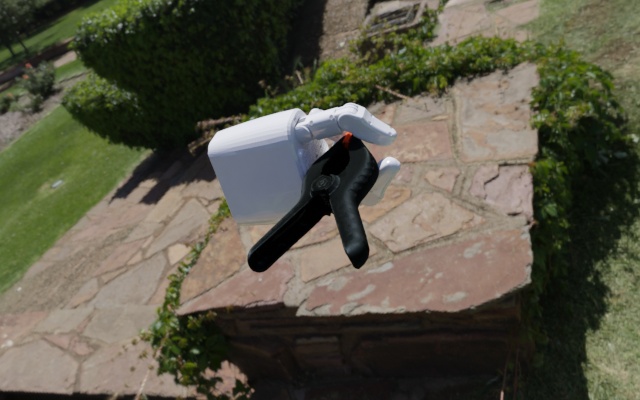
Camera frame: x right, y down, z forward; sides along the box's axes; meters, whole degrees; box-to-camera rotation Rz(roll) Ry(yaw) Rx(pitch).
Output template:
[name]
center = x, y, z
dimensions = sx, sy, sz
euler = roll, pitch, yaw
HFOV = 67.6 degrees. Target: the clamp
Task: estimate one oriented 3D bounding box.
[clamp]
center = 0.000, 0.001, 0.446
dimensions = 0.120, 0.039, 0.171
euler = -9, 38, 25
